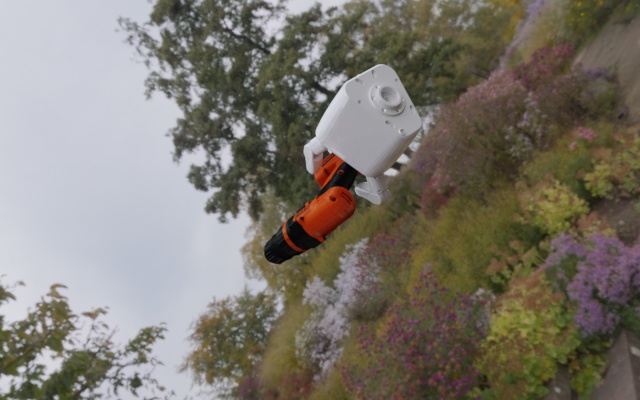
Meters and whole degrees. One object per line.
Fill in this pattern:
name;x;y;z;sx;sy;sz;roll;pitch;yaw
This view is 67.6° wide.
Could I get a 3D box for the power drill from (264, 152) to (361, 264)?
power drill;0.000;0.002;0.721;0.184;0.057;0.187;-36;18;39
